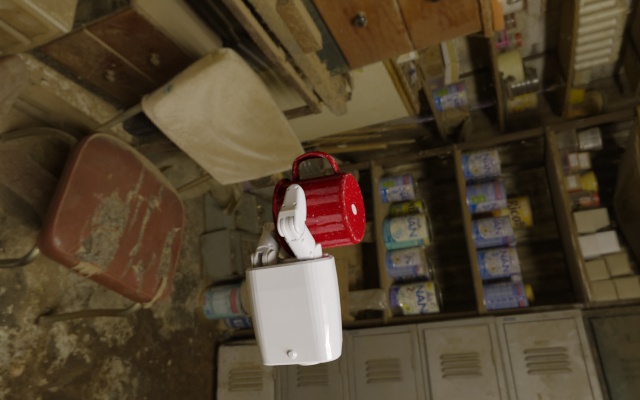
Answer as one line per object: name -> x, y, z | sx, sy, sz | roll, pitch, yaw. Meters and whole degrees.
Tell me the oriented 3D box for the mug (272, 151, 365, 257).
mug -> 0.000, 0.000, 0.545 | 0.081, 0.117, 0.093 | -9, -4, 20
